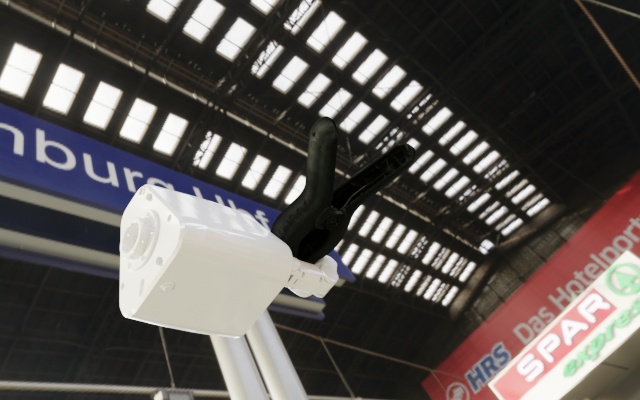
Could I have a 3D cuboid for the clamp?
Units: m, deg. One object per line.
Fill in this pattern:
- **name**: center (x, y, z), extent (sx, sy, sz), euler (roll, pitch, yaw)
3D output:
- **clamp**: center (0.000, 0.001, 0.426), extent (0.120, 0.171, 0.039), euler (23, 21, -42)
